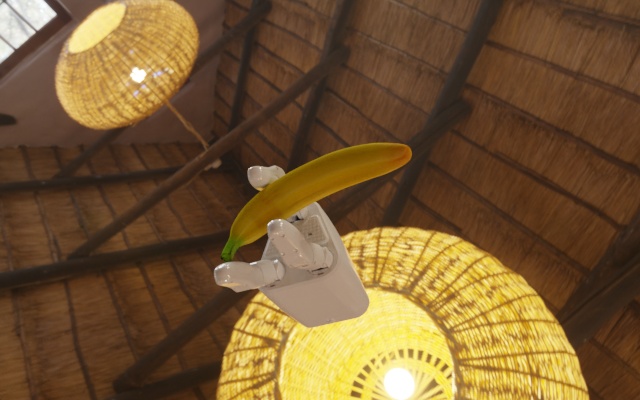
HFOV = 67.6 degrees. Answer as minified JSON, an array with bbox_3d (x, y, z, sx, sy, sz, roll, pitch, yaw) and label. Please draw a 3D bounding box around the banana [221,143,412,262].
[{"bbox_3d":[-0.009,-0.008,0.458,0.198,0.037,0.069,-31,41,1],"label":"banana"}]
